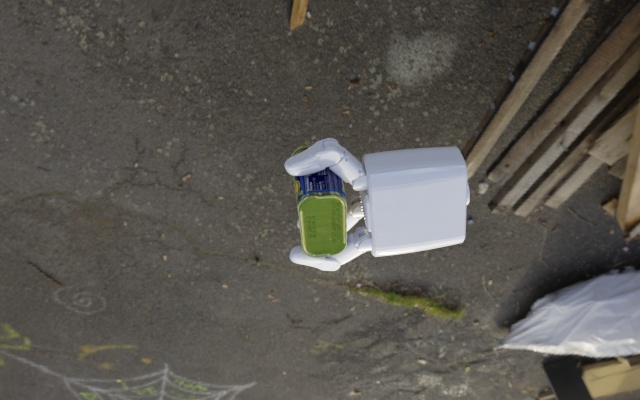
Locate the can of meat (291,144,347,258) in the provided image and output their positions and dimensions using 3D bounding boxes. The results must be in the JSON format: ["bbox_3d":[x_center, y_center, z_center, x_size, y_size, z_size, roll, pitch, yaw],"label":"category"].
[{"bbox_3d":[0.000,0.002,0.538,0.057,0.102,0.083,-6,43,-1],"label":"can of meat"}]
